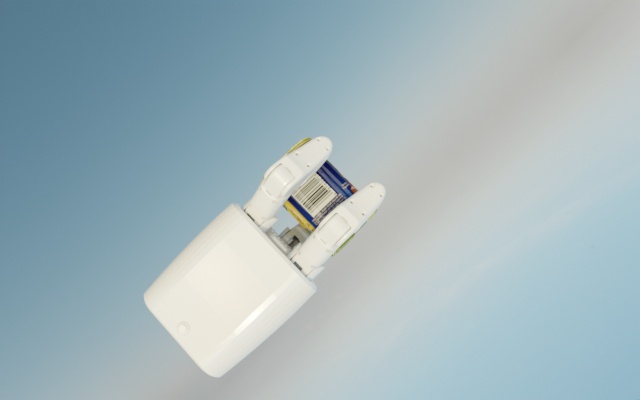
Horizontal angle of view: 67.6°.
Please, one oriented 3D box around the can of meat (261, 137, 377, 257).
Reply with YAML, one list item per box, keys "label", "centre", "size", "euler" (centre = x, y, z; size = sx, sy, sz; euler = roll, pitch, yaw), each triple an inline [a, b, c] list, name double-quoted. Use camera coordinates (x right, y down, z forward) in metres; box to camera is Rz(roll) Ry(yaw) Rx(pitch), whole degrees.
- label: "can of meat"
  centre: [0.000, 0.002, 0.426]
  size: [0.057, 0.084, 0.102]
  euler: [-43, -8, -6]
